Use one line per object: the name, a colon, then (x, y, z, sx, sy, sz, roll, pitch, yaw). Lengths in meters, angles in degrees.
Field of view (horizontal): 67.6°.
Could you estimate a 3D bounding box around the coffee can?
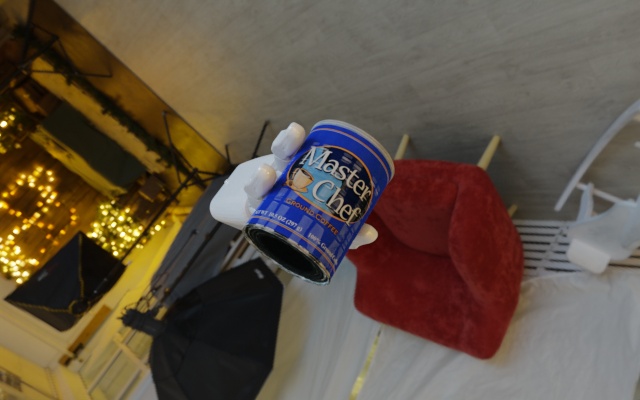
coffee can: (0.000, 0.002, 0.497, 0.103, 0.140, 0.103, 28, -23, 13)
